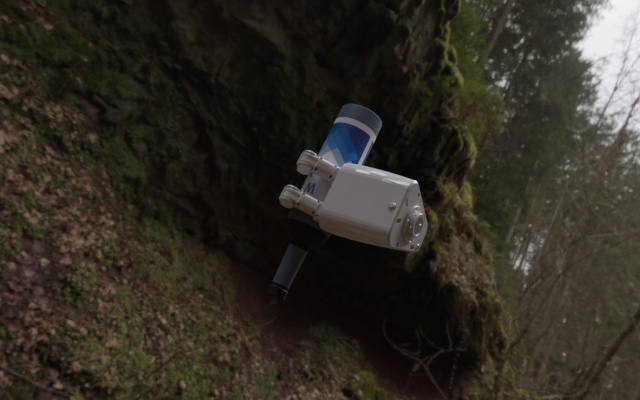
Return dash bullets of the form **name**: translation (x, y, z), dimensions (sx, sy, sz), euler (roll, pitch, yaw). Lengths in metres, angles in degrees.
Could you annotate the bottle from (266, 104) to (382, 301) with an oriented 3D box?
- **bottle**: translation (0.000, 0.002, 0.682), dimensions (0.069, 0.295, 0.069), euler (24, -14, 7)
